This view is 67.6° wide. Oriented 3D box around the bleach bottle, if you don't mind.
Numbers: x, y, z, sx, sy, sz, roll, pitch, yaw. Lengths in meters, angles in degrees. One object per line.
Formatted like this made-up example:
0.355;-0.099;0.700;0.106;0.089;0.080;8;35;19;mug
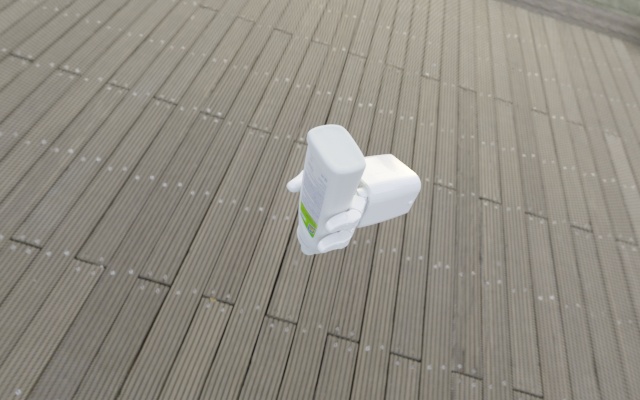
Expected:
0.000;0.003;0.782;0.068;0.102;0.251;-14;-34;-25;bleach bottle
